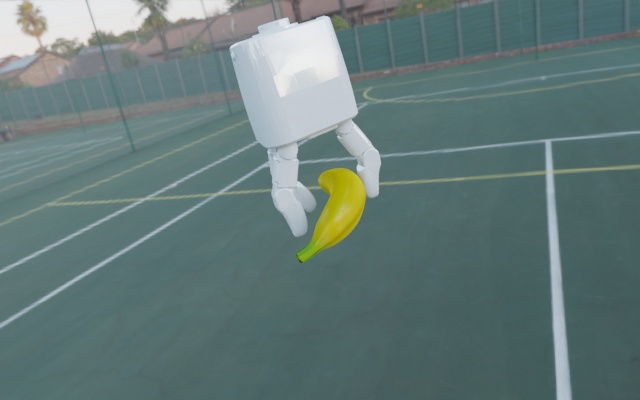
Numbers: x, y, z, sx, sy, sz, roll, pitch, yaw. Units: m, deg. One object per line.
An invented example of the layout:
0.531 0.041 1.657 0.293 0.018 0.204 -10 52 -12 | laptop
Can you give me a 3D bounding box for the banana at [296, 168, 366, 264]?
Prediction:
0.017 -0.002 0.520 0.069 0.037 0.197 -17 20 15 | banana
